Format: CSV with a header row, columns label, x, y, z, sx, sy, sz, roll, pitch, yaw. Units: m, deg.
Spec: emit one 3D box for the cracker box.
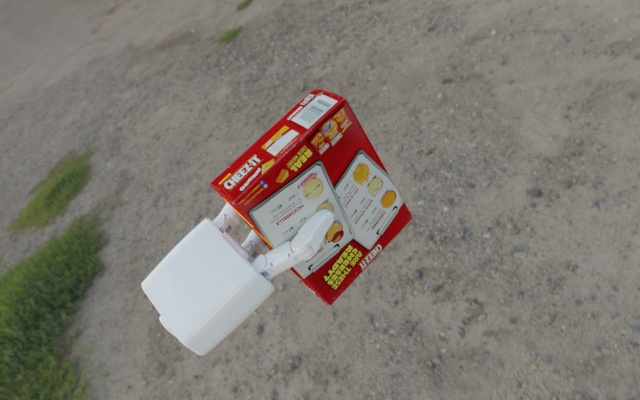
label,x,y,z,sx,sy,sz,roll,pitch,yaw
cracker box,0.000,0.002,0.572,0.072,0.164,0.214,34,-15,48
